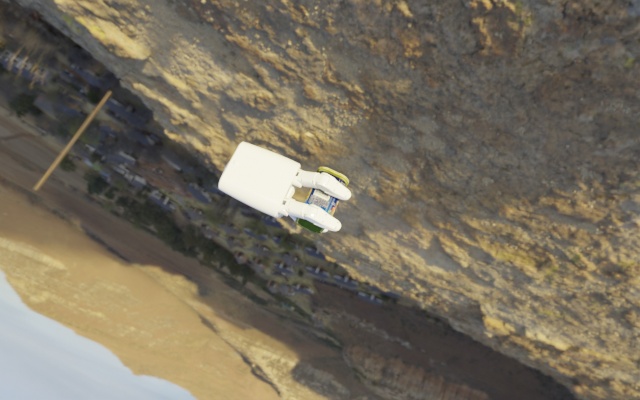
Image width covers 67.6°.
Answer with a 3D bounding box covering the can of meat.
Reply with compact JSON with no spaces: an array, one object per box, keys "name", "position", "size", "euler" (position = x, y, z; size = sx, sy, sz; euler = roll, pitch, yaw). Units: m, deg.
[{"name":"can of meat","position":[0.000,0.003,0.818],"size":[0.057,0.084,0.102],"euler":[25,-21,-2]}]
